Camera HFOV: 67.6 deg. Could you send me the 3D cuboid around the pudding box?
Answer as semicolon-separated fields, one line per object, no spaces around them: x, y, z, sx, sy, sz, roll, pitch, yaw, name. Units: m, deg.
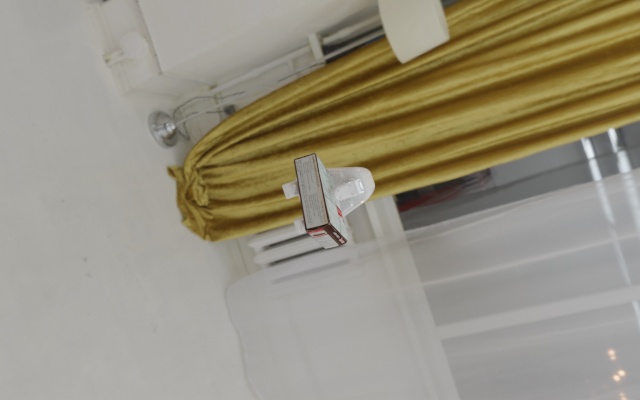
0.000;0.002;0.675;0.039;0.113;0.090;-19;-26;13;pudding box
